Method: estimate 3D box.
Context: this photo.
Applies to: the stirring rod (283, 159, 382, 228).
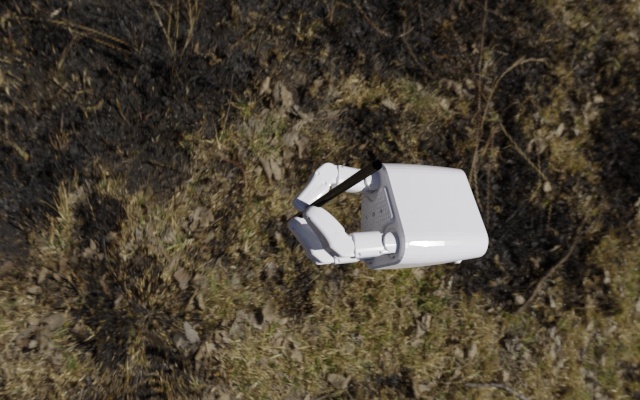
[{"bbox_3d":[0.000,0.001,0.447,0.011,0.011,0.239,0,-13,-20],"label":"stirring rod"}]
